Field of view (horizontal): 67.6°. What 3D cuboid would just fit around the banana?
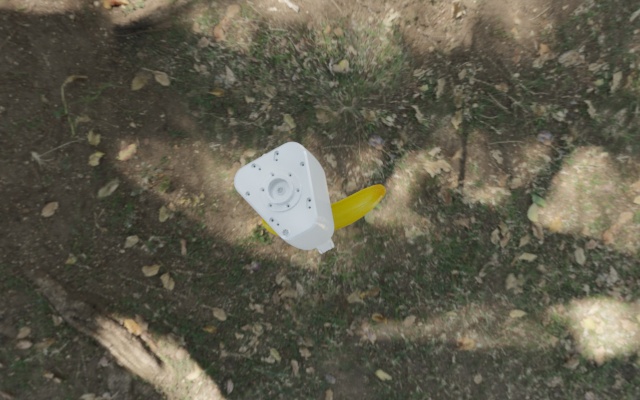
[{"bbox_3d":[-0.003,0.019,0.684,0.198,0.069,0.037,-9,-33,12],"label":"banana"}]
